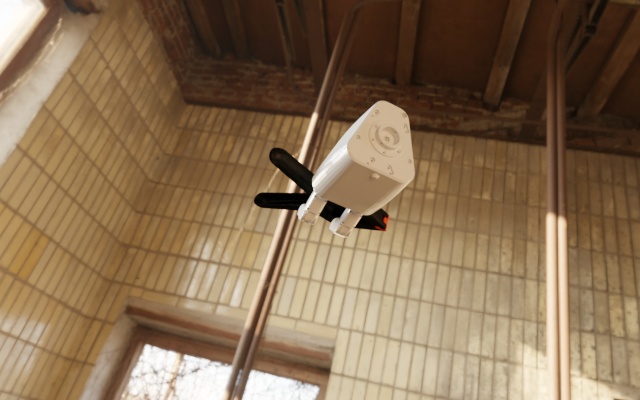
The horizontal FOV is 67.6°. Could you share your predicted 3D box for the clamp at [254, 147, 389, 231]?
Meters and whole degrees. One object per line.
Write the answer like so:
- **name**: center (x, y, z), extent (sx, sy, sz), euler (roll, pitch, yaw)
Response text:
- **clamp**: center (0.001, 0.002, 0.719), extent (0.210, 0.036, 0.165), euler (23, -27, -13)
